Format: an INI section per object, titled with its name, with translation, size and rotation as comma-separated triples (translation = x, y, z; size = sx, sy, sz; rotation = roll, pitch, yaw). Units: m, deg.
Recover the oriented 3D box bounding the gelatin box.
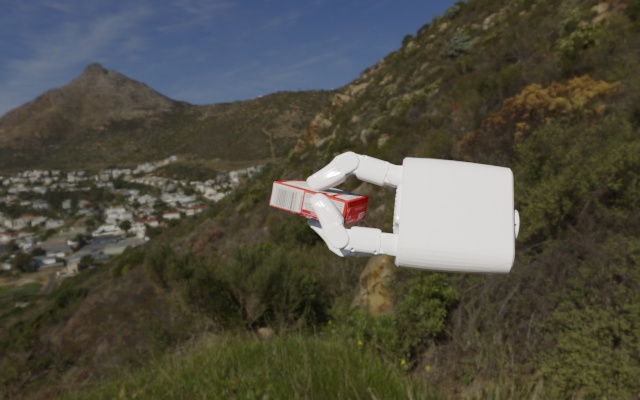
[gelatin box]
translation = 0.000, 0.001, 0.526
size = 0.089, 0.030, 0.073
rotation = 15, 9, 20
